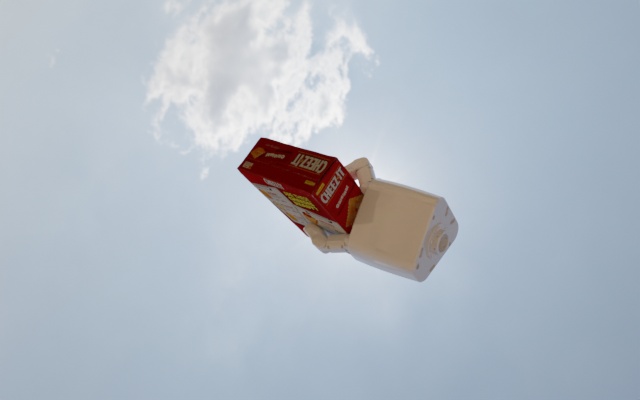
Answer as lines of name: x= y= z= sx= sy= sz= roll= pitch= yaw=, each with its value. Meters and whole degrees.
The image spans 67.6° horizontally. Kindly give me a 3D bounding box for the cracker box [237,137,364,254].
cracker box: x=0.000 y=0.003 z=0.731 sx=0.164 sy=0.072 sz=0.214 roll=19 pitch=-20 yaw=41
